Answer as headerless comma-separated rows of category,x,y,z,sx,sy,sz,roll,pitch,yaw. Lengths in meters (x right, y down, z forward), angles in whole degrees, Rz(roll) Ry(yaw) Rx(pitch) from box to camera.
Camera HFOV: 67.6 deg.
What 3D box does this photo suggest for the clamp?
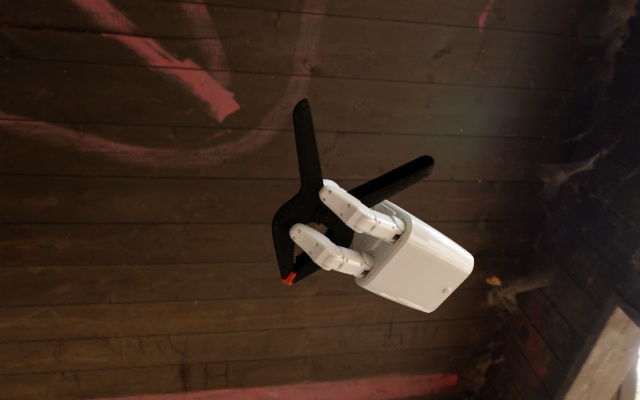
clamp,0.000,0.002,0.514,0.164,0.210,0.036,28,22,-24
